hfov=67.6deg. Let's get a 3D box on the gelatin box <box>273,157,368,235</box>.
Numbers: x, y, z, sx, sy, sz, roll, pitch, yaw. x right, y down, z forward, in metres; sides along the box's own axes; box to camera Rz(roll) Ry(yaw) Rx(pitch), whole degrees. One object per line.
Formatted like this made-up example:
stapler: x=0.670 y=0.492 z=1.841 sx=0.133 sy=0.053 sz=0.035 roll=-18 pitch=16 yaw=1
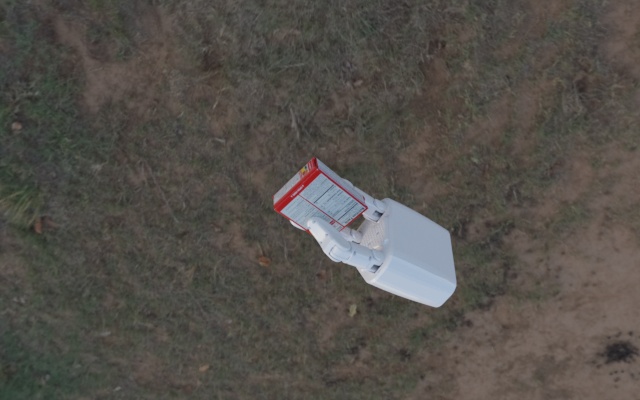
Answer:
gelatin box: x=0.000 y=0.002 z=0.566 sx=0.089 sy=0.073 sz=0.030 roll=36 pitch=24 yaw=-30
